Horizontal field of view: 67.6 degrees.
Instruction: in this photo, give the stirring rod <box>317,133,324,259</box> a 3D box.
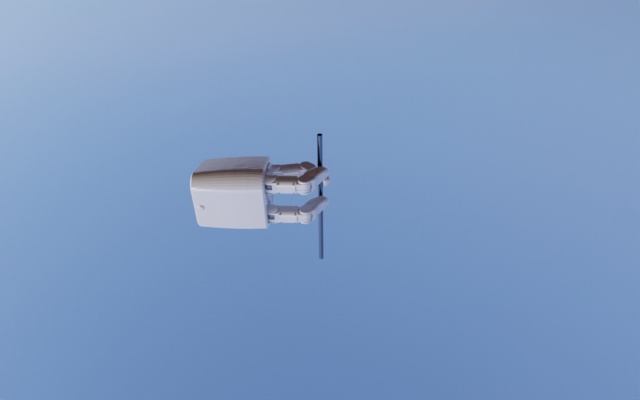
[{"bbox_3d":[0.000,0.002,0.752,0.011,0.240,0.011,0,37,0],"label":"stirring rod"}]
